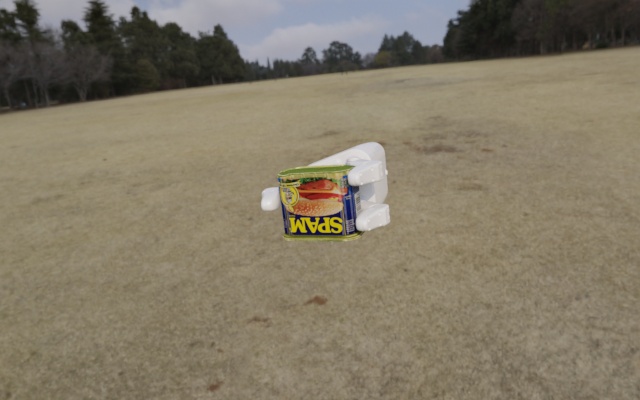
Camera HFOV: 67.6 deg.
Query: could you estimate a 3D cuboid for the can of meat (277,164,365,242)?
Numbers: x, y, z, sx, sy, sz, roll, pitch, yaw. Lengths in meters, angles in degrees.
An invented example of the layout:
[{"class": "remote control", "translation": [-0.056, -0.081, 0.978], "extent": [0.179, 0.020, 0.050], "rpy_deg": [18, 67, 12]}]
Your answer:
[{"class": "can of meat", "translation": [0.000, 0.002, 0.587], "extent": [0.102, 0.084, 0.057], "rpy_deg": [-1, 14, 23]}]
